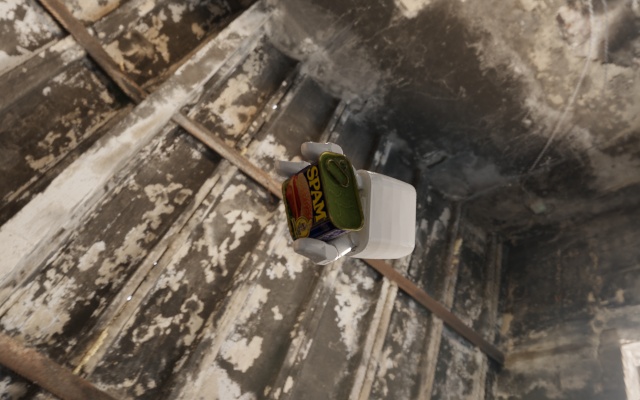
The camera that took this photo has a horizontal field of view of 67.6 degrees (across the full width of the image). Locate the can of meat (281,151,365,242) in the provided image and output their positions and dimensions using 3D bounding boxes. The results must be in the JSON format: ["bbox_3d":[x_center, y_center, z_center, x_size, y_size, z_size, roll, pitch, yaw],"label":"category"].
[{"bbox_3d":[0.000,0.002,0.604,0.057,0.102,0.084,6,-25,-42],"label":"can of meat"}]
